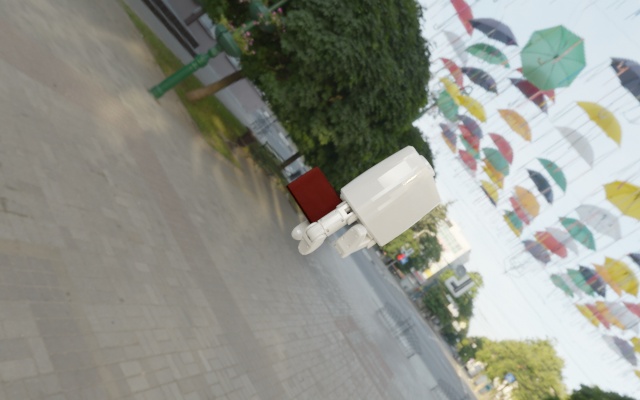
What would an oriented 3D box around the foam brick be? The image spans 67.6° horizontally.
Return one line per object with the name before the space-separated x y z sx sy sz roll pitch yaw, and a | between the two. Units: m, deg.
foam brick | 0.000 0.002 0.648 0.051 0.078 0.053 -36 -17 4
